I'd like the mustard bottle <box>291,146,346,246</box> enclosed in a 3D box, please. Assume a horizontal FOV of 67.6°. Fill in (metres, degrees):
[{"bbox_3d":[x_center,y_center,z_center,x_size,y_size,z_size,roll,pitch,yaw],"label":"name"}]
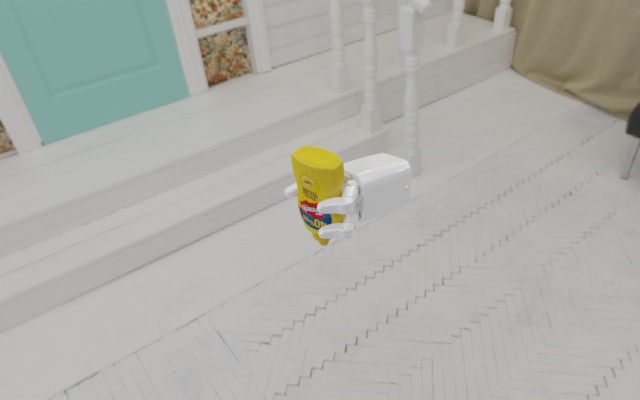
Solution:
[{"bbox_3d":[0.000,0.003,0.843,0.096,0.192,0.058,23,45,33],"label":"mustard bottle"}]
